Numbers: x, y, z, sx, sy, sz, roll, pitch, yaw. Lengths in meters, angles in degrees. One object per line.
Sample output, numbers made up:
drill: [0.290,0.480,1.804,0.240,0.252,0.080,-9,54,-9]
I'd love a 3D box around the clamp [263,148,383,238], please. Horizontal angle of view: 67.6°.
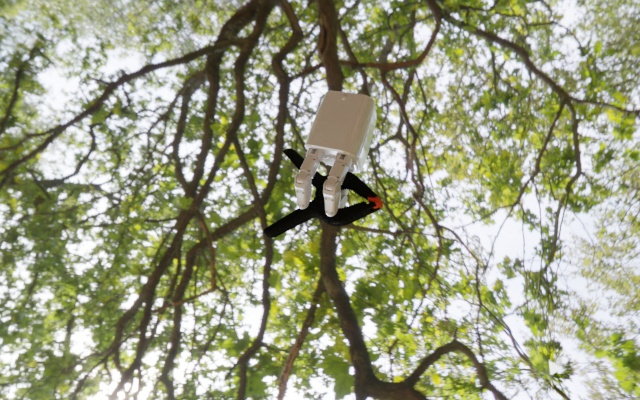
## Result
clamp: [0.001,0.003,0.809,0.210,0.164,0.036,14,-9,29]
